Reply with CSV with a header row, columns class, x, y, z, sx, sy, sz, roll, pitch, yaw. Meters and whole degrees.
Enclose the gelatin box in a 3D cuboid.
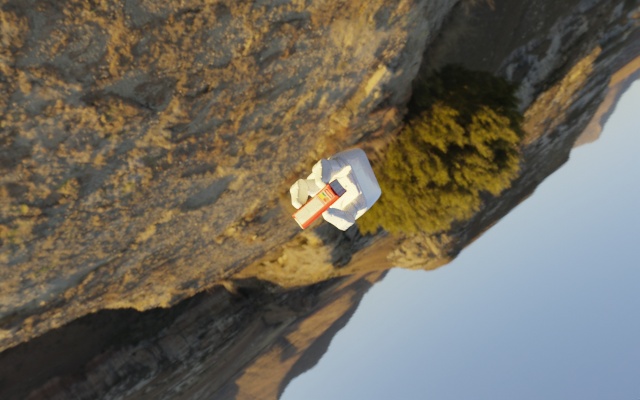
class,x,y,z,sx,sy,sz,roll,pitch,yaw
gelatin box,0.000,0.003,0.730,0.073,0.030,0.089,-40,0,13
